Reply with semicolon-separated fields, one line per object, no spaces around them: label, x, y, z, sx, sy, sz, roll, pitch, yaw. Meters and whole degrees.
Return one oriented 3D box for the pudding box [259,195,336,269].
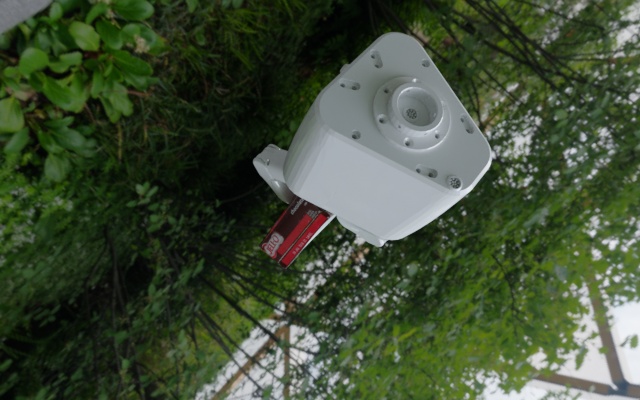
pudding box;0.000;0.002;0.450;0.090;0.039;0.113;-50;-4;41
